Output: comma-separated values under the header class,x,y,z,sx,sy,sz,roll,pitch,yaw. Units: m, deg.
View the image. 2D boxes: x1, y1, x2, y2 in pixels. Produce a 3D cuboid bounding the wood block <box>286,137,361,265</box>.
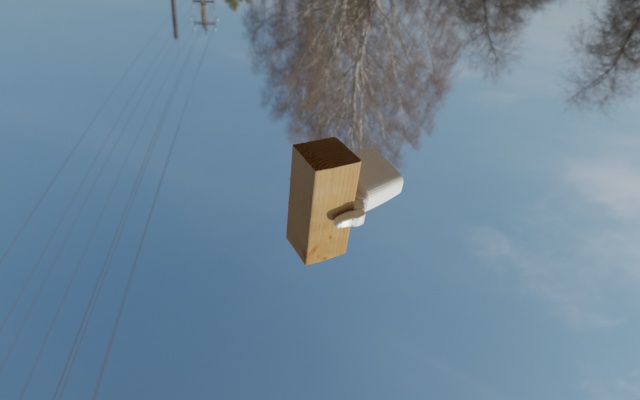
class,x,y,z,sx,sy,sz,roll,pitch,yaw
wood block,0.001,0.003,0.858,0.090,0.206,0.090,-14,40,-26
